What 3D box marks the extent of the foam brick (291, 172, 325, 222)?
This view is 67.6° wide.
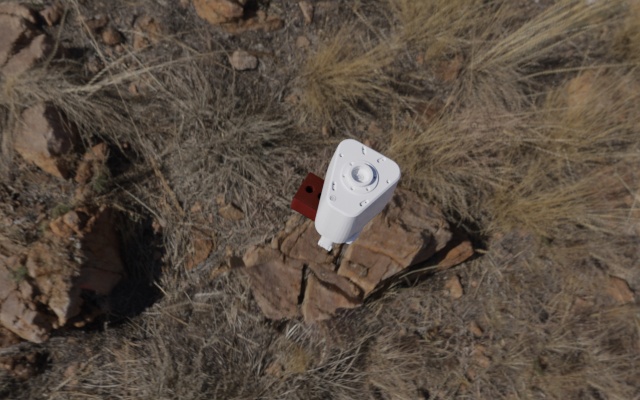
[{"bbox_3d":[0.000,0.002,0.751,0.078,0.053,0.051,30,-22,6],"label":"foam brick"}]
